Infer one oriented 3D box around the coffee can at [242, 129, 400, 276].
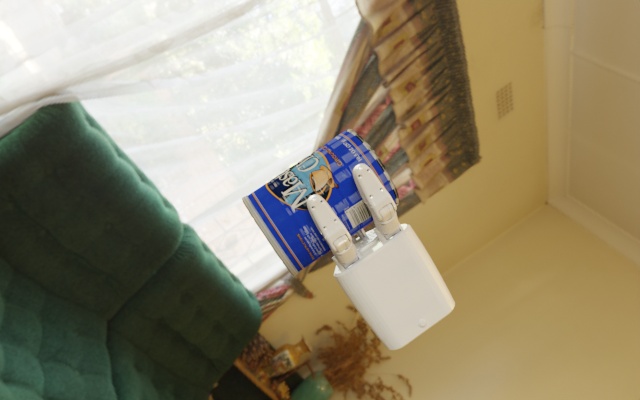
[{"bbox_3d":[0.000,0.002,0.527,0.140,0.103,0.103,-34,4,-5],"label":"coffee can"}]
